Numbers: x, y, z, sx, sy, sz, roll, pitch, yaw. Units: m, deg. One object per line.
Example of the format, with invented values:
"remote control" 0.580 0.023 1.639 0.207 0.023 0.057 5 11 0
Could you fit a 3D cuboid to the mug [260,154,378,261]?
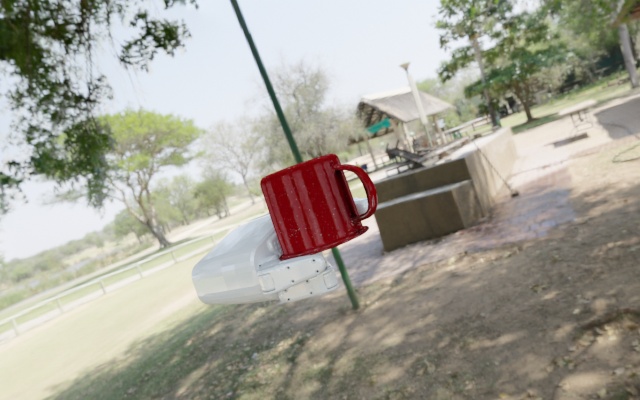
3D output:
"mug" 0.001 0.001 0.459 0.117 0.081 0.093 -17 3 36
